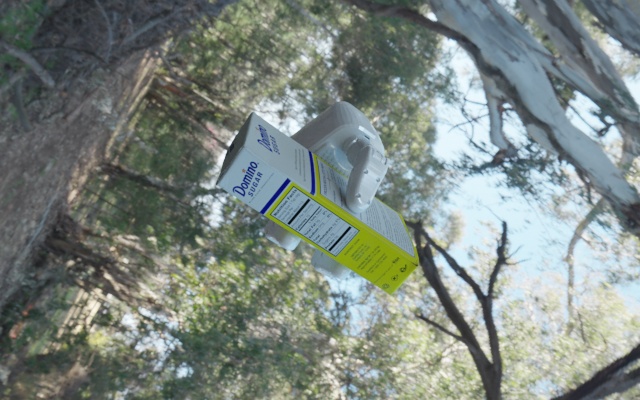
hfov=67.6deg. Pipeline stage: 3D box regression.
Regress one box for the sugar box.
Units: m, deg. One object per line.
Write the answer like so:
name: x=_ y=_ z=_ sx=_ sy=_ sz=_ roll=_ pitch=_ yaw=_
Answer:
sugar box: x=0.000 y=0.002 z=0.411 sx=0.176 sy=0.048 sz=0.093 roll=32 pitch=20 yaw=-16
